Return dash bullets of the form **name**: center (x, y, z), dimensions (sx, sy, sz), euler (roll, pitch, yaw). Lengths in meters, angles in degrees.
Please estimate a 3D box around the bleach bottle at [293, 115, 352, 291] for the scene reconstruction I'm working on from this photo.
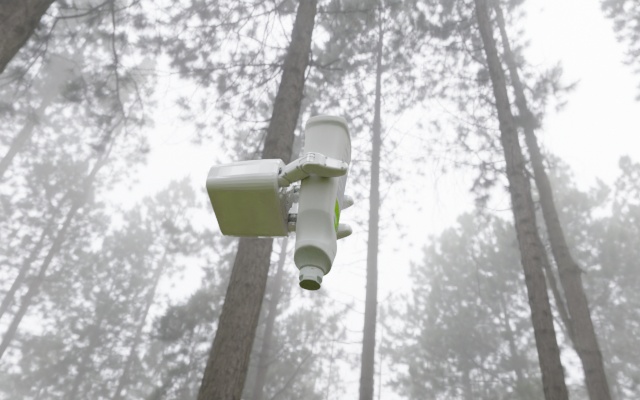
- **bleach bottle**: center (0.000, 0.002, 0.662), dimensions (0.068, 0.250, 0.103), euler (-1, -39, 12)
